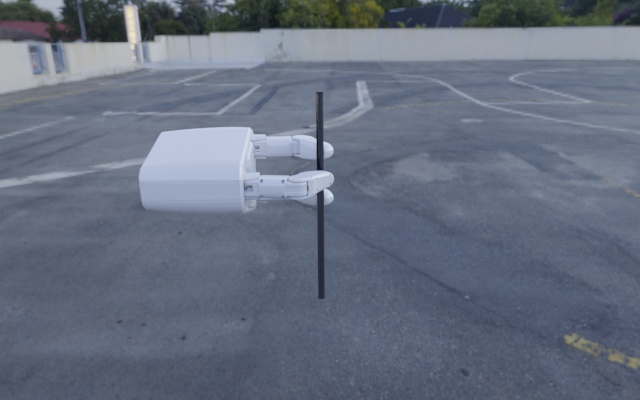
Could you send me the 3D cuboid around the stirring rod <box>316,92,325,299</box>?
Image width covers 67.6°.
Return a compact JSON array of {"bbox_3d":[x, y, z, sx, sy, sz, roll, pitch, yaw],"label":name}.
[{"bbox_3d":[0.000,0.002,0.534,0.011,0.240,0.011,-1,18,0],"label":"stirring rod"}]
